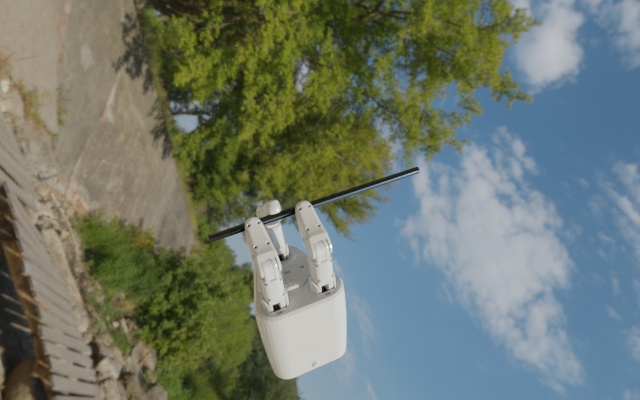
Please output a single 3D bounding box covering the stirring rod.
[{"bbox_3d":[0.000,0.002,0.504,0.239,0.011,0.011,-18,5,-17],"label":"stirring rod"}]
